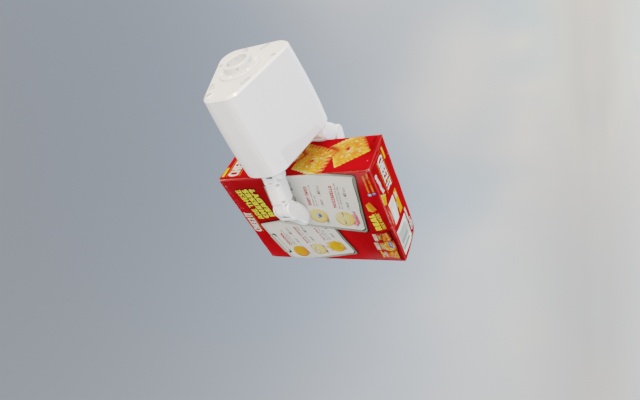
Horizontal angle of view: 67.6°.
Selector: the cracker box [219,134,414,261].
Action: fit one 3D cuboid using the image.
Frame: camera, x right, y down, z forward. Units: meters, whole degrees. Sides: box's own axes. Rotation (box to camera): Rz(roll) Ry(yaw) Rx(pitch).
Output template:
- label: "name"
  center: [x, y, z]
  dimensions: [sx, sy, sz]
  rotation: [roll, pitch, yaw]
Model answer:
- label: "cracker box"
  center: [0.000, 0.002, 0.634]
  dimensions: [0.213, 0.072, 0.164]
  rotation: [-2, -45, 30]
